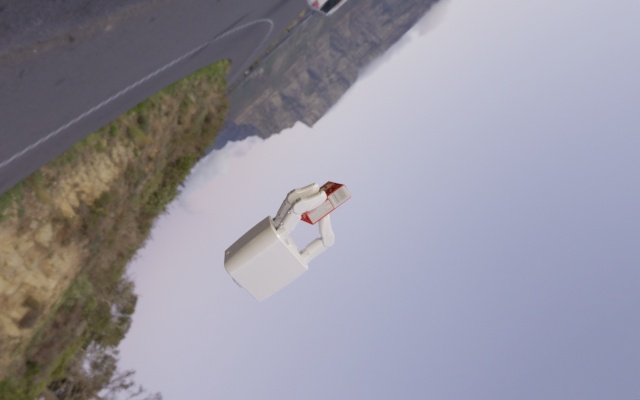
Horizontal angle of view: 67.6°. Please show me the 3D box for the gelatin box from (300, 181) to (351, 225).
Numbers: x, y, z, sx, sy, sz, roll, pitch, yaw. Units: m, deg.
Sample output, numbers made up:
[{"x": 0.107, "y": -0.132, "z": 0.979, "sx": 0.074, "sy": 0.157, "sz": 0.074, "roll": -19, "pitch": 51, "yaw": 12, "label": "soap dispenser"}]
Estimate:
[{"x": 0.001, "y": 0.003, "z": 0.839, "sx": 0.089, "sy": 0.030, "sz": 0.073, "roll": -36, "pitch": 17, "yaw": -13, "label": "gelatin box"}]
